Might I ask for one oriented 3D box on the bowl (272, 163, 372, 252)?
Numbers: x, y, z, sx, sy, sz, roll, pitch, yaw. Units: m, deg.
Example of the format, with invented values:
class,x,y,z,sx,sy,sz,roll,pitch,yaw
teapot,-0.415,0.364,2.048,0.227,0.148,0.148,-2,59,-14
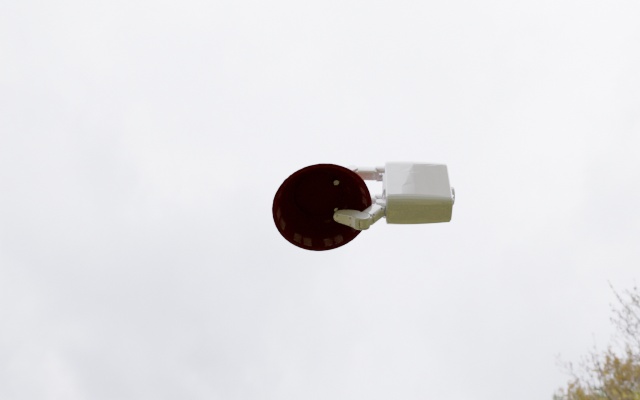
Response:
class,x,y,z,sx,sy,sz,roll,pitch,yaw
bowl,-0.001,0.002,0.783,0.162,0.162,0.055,0,29,-8
